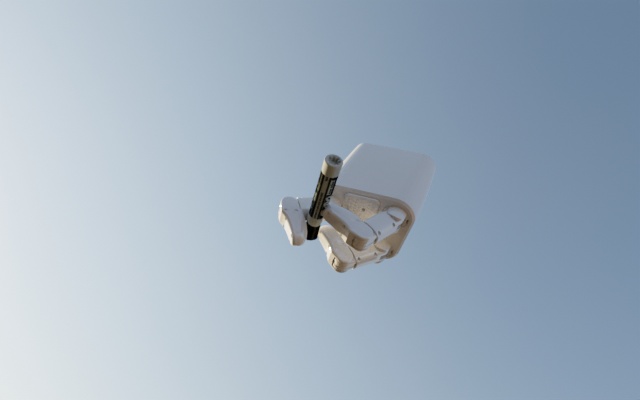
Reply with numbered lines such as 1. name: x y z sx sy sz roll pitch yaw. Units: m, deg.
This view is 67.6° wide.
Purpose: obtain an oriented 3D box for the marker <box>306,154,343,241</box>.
1. marker: 0.000 0.002 0.503 0.020 0.020 0.121 0 -42 -17
